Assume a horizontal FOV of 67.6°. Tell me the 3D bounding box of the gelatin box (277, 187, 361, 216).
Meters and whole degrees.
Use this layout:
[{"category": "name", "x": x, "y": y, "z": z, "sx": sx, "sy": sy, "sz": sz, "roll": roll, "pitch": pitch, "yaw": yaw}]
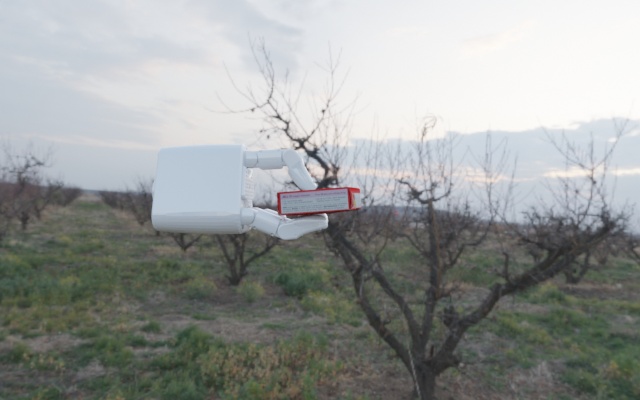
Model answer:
[{"category": "gelatin box", "x": 0.000, "y": 0.001, "z": 0.578, "sx": 0.089, "sy": 0.030, "sz": 0.073, "roll": -5, "pitch": -2, "yaw": 14}]
